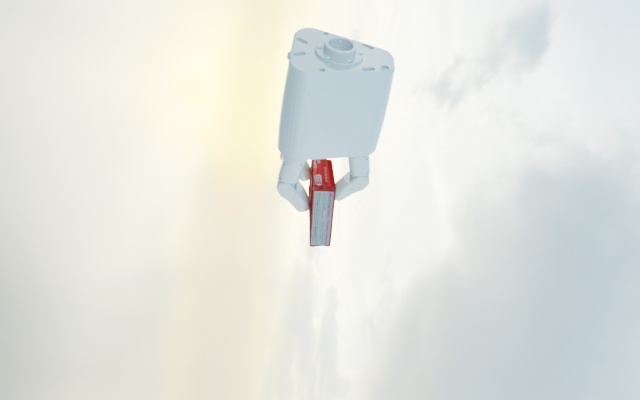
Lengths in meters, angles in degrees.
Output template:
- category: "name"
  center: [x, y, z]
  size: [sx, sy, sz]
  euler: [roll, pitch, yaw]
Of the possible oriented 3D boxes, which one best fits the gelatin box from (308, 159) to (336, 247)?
- category: "gelatin box"
  center: [0.001, 0.002, 0.603]
  size: [0.030, 0.089, 0.073]
  euler: [1, 34, -3]
